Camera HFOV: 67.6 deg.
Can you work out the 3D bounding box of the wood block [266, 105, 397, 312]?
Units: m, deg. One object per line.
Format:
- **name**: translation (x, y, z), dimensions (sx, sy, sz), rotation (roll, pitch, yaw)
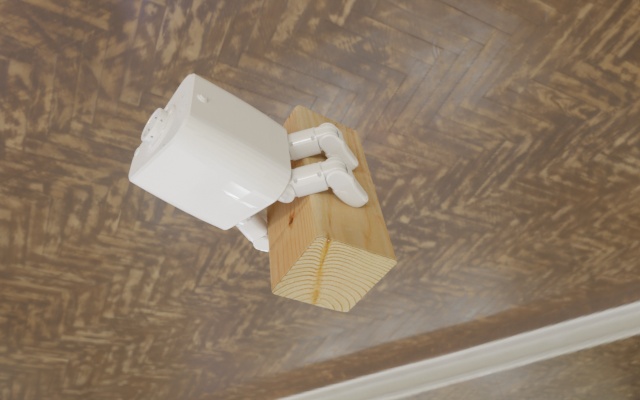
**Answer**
- **wood block**: translation (0.000, 0.002, 0.516), dimensions (0.090, 0.206, 0.091), rotation (20, -53, -26)
